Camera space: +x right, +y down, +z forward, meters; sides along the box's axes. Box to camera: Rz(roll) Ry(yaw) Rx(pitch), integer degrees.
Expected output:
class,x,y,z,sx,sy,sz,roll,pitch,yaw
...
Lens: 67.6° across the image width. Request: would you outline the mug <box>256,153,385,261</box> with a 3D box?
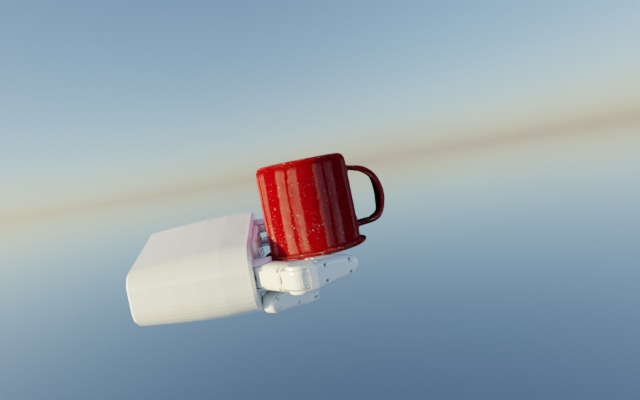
class,x,y,z,sx,sy,sz,roll,pitch,yaw
mug,0.001,0.001,0.431,0.117,0.081,0.093,-11,4,-3
